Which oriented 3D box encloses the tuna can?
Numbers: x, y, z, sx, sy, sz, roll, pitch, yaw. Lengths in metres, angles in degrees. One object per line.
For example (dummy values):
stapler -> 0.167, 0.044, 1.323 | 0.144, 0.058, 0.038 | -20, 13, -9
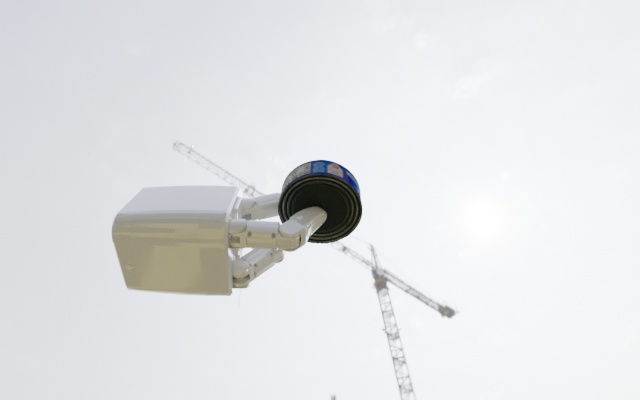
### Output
tuna can -> 0.000, 0.001, 0.495 | 0.086, 0.086, 0.033 | 0, 34, 2
